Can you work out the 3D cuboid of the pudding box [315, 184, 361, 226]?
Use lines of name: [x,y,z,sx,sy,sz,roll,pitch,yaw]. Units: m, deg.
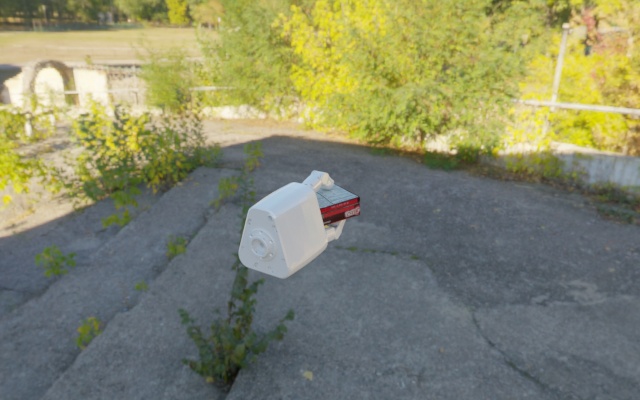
pudding box: [0.000,0.003,0.809,0.090,0.039,0.113,-15,28,-29]
